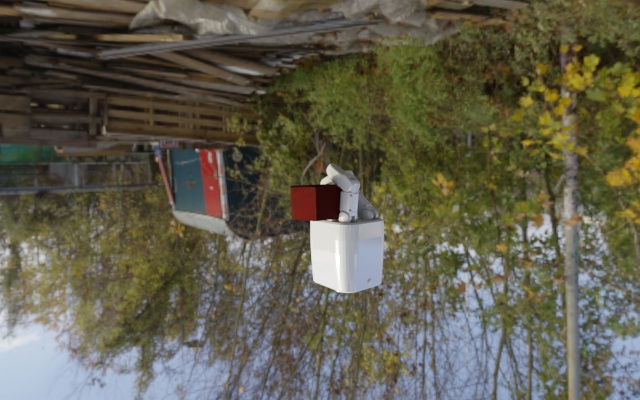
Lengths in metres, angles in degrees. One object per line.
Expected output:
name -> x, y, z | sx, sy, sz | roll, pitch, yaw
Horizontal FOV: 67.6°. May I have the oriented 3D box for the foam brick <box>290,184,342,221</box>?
foam brick -> 0.000, 0.002, 0.720 | 0.053, 0.051, 0.078 | 4, 6, 43
